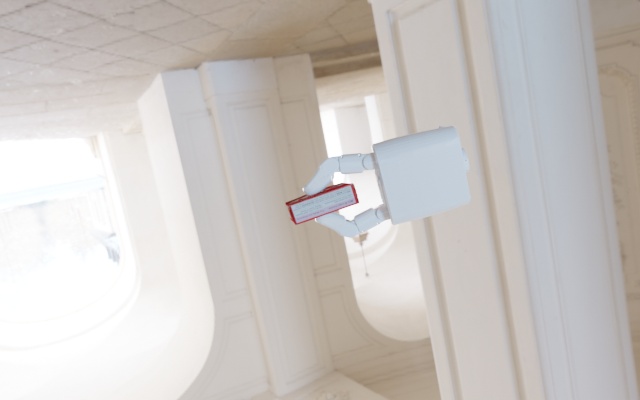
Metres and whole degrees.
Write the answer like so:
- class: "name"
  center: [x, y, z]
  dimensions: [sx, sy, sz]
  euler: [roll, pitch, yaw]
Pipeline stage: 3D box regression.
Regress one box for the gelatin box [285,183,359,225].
- class: "gelatin box"
  center: [0.000, 0.003, 0.633]
  dimensions: [0.089, 0.030, 0.073]
  euler: [-20, 5, -6]
